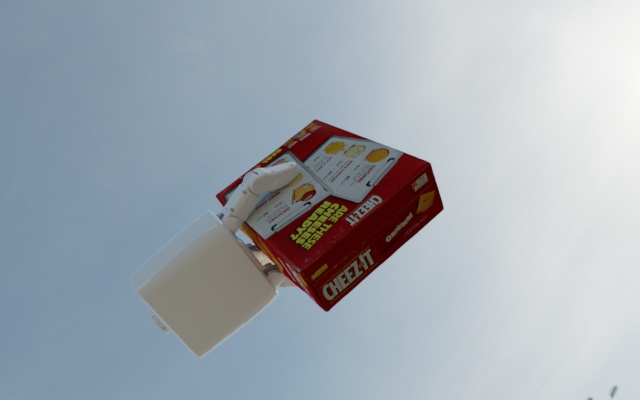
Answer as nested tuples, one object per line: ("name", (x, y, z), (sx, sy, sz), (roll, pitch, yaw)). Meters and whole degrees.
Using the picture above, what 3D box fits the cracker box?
("cracker box", (0.000, 0.002, 0.528), (0.164, 0.072, 0.213), (-39, 36, -14))
